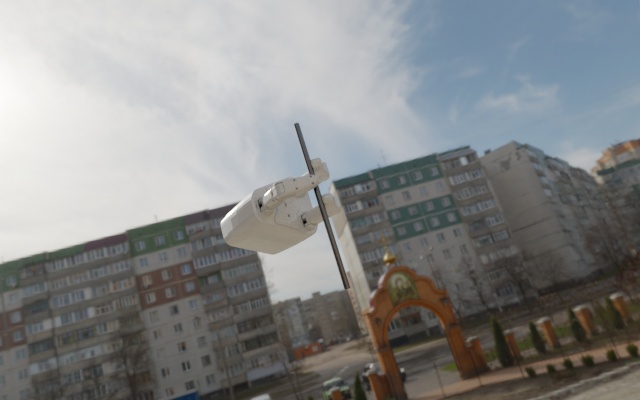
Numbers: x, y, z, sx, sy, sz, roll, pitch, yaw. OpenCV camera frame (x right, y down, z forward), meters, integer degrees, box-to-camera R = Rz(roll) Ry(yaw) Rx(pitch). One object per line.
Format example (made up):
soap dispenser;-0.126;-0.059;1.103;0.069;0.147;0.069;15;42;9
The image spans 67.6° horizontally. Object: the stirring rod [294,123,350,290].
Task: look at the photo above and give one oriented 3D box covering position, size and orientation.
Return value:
stirring rod;0.000;0.002;0.642;0.011;0.239;0.011;-16;-16;-5
